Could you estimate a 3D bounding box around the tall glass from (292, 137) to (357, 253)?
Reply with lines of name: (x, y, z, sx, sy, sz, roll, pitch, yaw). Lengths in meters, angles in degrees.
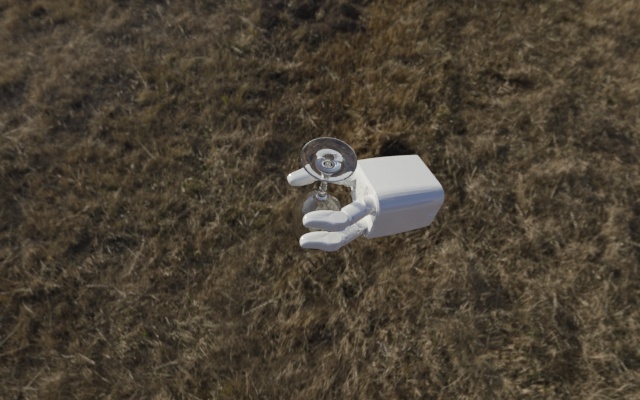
tall glass: (0.000, 0.002, 0.695, 0.079, 0.079, 0.201, 0, -34, -8)
